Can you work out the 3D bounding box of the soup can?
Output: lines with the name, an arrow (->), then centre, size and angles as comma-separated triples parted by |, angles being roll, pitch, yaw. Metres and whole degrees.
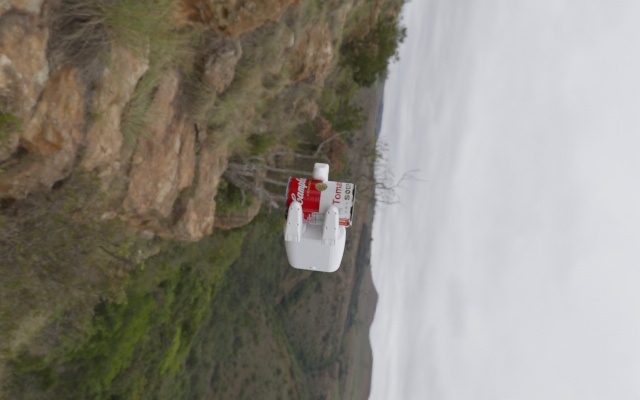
soup can -> 0.000, 0.002, 0.734 | 0.102, 0.068, 0.068 | 6, 0, 3
